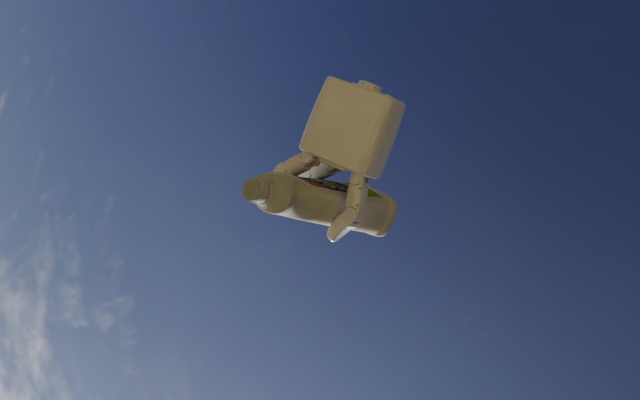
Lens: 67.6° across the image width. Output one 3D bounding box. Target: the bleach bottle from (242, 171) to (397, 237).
[{"bbox_3d":[0.000,0.002,0.669,0.102,0.068,0.251,28,12,38],"label":"bleach bottle"}]
